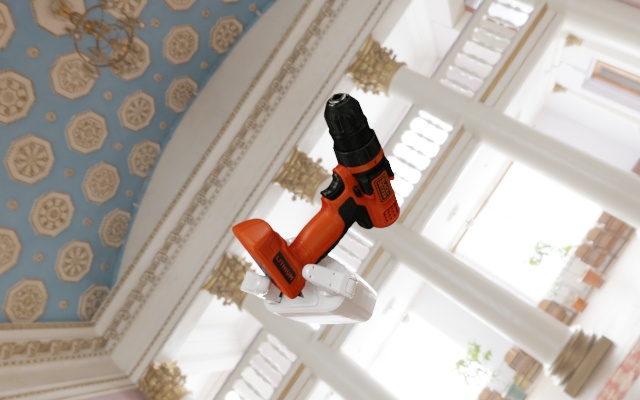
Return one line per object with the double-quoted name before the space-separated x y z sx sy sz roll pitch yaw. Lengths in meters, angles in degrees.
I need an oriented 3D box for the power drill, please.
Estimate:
"power drill" 0.000 0.002 0.519 0.187 0.184 0.057 -40 39 -15
